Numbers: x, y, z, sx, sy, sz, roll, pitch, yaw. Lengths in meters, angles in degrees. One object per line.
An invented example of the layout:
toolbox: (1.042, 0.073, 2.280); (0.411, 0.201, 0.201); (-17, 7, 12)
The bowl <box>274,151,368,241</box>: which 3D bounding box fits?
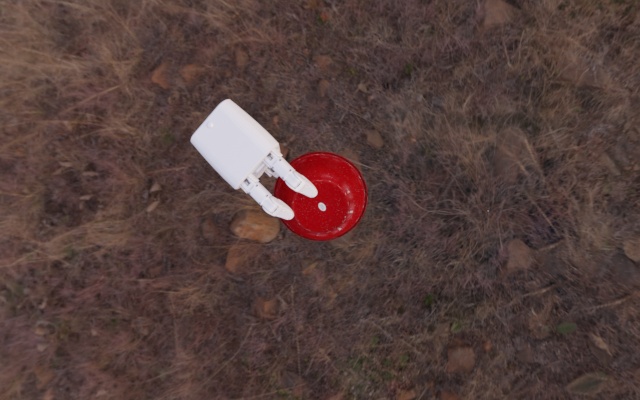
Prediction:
bowl: (0.001, 0.003, 0.794); (0.162, 0.162, 0.055); (0, 18, 0)
